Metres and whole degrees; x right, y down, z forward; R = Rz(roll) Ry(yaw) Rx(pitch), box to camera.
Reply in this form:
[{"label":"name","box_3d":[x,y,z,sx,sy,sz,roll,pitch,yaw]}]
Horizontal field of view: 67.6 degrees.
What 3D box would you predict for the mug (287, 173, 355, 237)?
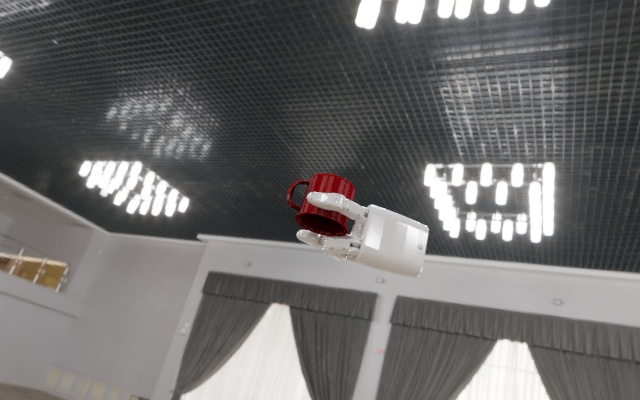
[{"label":"mug","box_3d":[-0.001,0.002,0.815,0.117,0.081,0.093,19,-23,-7]}]
